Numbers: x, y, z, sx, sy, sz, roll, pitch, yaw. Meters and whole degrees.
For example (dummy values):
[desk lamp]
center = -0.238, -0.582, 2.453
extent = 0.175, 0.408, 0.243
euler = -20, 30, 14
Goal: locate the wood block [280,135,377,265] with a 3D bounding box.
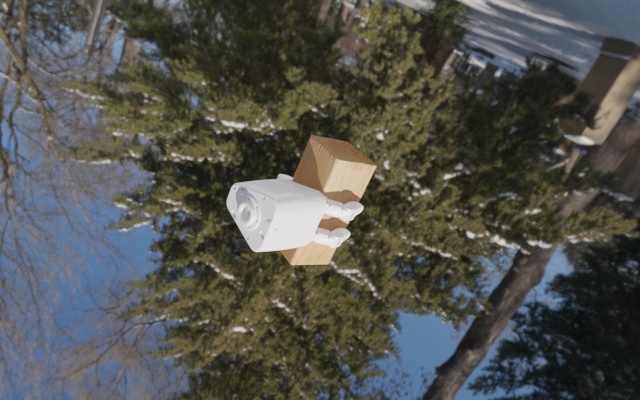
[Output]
[wood block]
center = 0.000, 0.003, 0.831
extent = 0.090, 0.206, 0.090
euler = 5, 30, -39
